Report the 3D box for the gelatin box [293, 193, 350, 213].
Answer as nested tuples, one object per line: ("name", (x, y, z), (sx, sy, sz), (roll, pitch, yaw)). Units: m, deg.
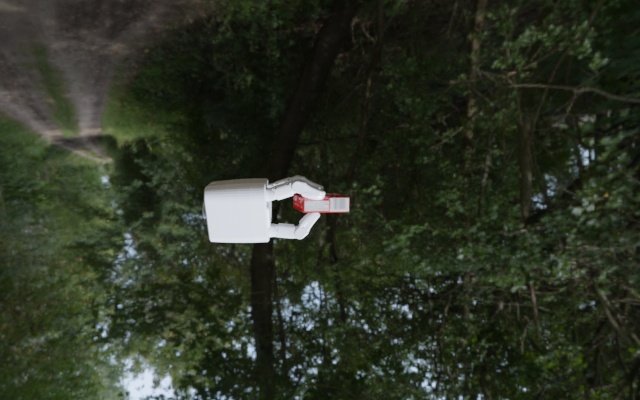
("gelatin box", (0.000, 0.003, 0.877), (0.089, 0.030, 0.073), (0, 7, -16))
